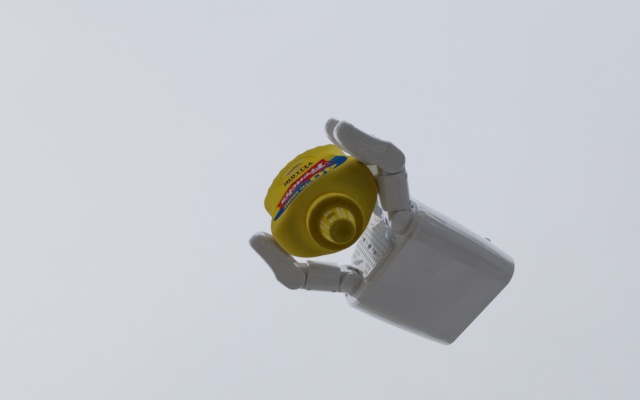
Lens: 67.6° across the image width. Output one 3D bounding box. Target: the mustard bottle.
[{"bbox_3d":[0.000,0.001,0.407,0.096,0.058,0.191,-39,15,0],"label":"mustard bottle"}]
